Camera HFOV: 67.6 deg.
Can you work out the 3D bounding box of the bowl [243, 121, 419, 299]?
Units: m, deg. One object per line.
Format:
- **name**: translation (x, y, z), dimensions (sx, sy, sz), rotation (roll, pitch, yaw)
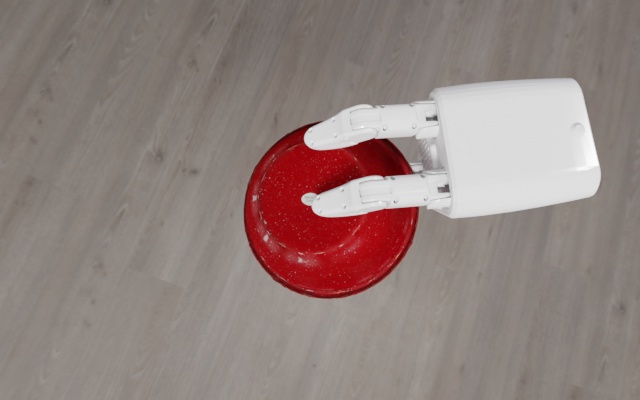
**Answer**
- **bowl**: translation (-0.001, 0.002, 0.402), dimensions (0.162, 0.162, 0.055), rotation (0, -10, 15)
